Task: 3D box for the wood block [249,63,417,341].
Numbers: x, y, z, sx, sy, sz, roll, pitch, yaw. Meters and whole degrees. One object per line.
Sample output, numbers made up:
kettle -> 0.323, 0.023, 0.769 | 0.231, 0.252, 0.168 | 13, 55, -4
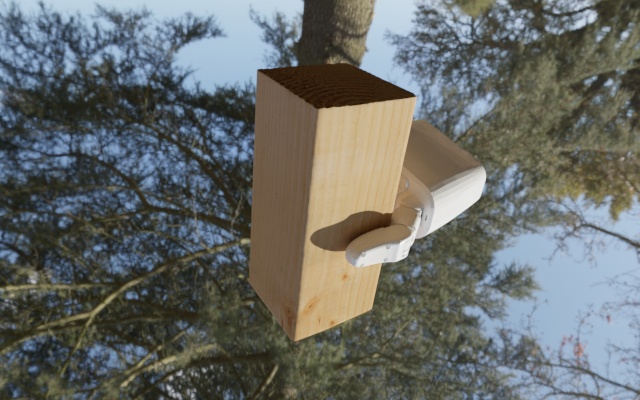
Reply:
wood block -> 0.001, 0.001, 0.401 | 0.090, 0.206, 0.090 | -14, 36, -31
